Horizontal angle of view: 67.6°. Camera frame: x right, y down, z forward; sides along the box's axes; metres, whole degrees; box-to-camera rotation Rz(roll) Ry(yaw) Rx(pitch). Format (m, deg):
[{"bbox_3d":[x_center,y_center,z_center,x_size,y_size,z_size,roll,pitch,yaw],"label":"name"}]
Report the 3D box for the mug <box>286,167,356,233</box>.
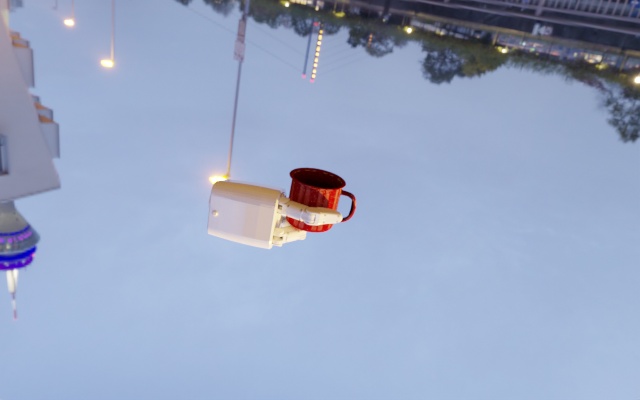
[{"bbox_3d":[0.002,0.003,0.783,0.117,0.081,0.093,12,22,1],"label":"mug"}]
